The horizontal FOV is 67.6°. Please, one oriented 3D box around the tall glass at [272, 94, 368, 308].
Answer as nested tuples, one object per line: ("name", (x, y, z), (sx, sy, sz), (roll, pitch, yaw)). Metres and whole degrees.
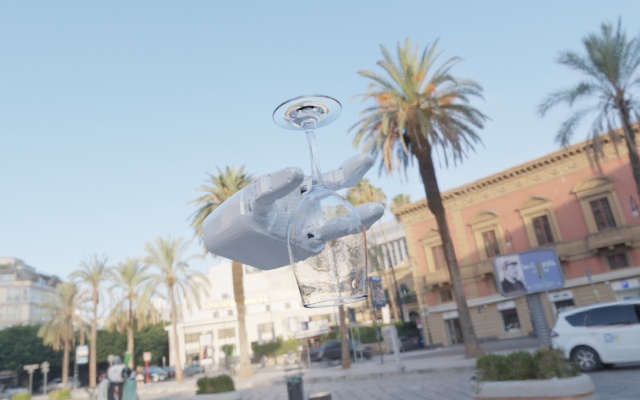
("tall glass", (0.000, 0.001, 0.474), (0.079, 0.201, 0.079), (-8, -18, -3))
